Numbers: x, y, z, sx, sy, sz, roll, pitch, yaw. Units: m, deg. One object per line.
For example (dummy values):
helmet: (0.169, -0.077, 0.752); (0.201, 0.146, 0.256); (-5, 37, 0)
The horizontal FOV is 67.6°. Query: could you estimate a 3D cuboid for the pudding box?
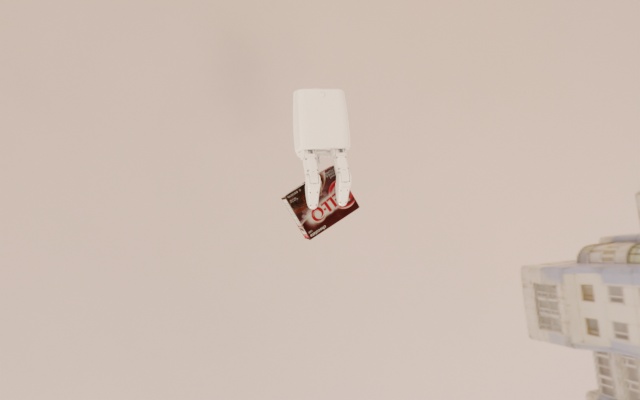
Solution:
pudding box: (0.000, 0.003, 0.847); (0.113, 0.090, 0.039); (-33, 8, -14)
